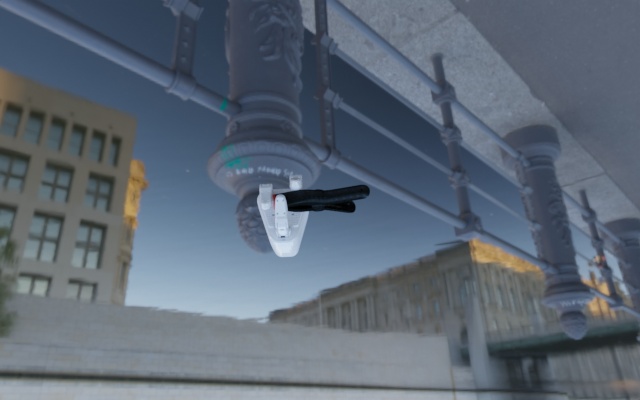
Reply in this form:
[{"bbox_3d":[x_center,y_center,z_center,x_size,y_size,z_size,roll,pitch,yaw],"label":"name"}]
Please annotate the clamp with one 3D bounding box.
[{"bbox_3d":[0.000,0.003,0.878,0.171,0.039,0.120,-2,-22,-1],"label":"clamp"}]
